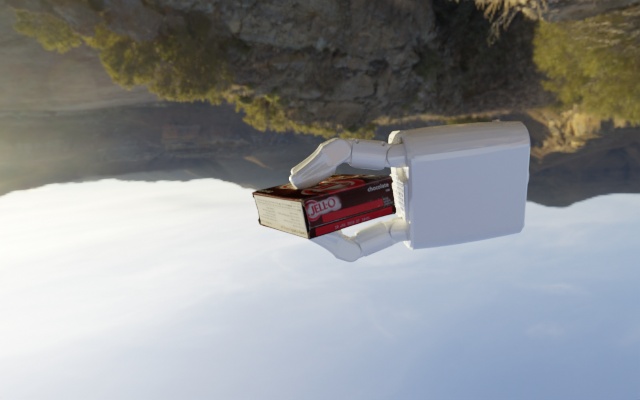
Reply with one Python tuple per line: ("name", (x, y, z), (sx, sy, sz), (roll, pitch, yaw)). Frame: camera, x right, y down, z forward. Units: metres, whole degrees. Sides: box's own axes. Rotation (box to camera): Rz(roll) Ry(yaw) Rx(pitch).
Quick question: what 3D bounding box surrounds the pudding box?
("pudding box", (0.000, 0.002, 0.437), (0.090, 0.039, 0.113), (-14, 8, -28))
